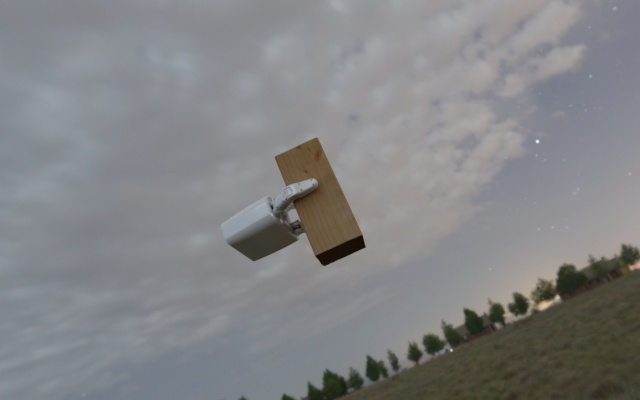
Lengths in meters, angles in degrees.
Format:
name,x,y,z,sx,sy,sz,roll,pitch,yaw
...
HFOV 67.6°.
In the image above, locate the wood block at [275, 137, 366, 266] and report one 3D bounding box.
name,x,y,z,sx,sy,sz,roll,pitch,yaw
wood block,0.000,0.003,0.880,0.090,0.206,0.091,-24,-21,1
